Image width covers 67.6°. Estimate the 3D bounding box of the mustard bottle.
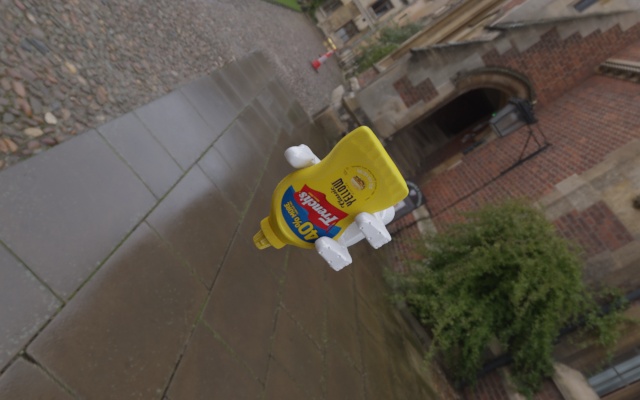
[{"bbox_3d":[0.000,0.002,0.567,0.191,0.096,0.058,-33,13,13],"label":"mustard bottle"}]
